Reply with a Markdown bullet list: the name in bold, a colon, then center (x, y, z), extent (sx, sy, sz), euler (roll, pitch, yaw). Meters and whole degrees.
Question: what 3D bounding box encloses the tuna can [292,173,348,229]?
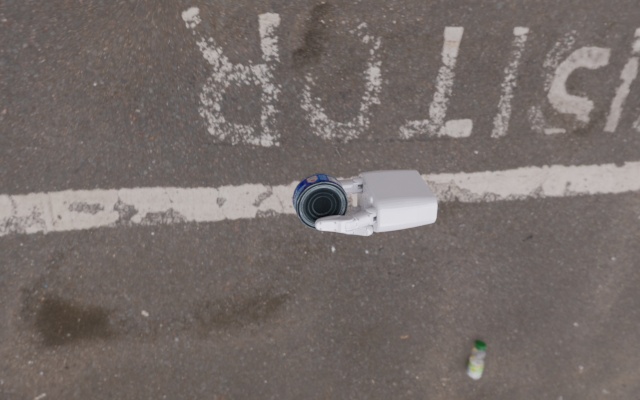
- **tuna can**: center (0.000, 0.003, 0.757), extent (0.086, 0.086, 0.033), euler (0, 25, -13)
